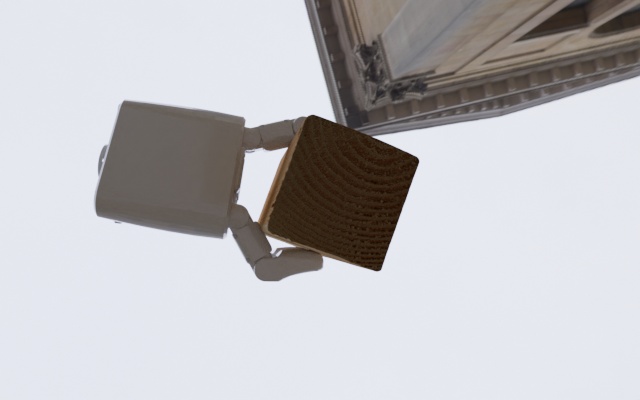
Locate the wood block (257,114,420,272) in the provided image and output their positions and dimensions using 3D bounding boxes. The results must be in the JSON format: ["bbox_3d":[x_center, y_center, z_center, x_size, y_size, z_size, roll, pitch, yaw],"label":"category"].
[{"bbox_3d":[0.000,0.001,0.434,0.090,0.091,0.206,21,-7,-8],"label":"wood block"}]
